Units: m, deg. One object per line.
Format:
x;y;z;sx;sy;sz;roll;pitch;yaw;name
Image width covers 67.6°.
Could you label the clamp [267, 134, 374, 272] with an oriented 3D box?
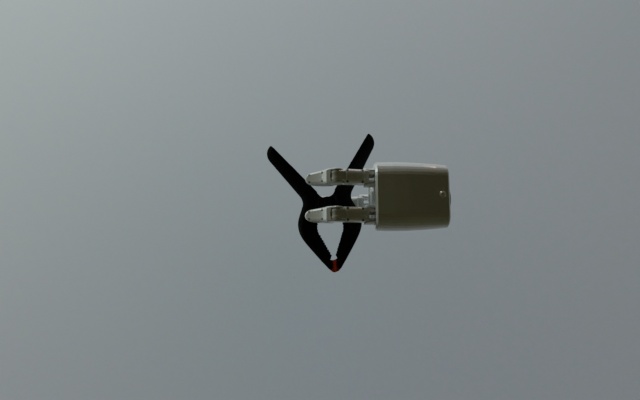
0.000;0.003;0.720;0.164;0.210;0.036;-1;-9;3;clamp
